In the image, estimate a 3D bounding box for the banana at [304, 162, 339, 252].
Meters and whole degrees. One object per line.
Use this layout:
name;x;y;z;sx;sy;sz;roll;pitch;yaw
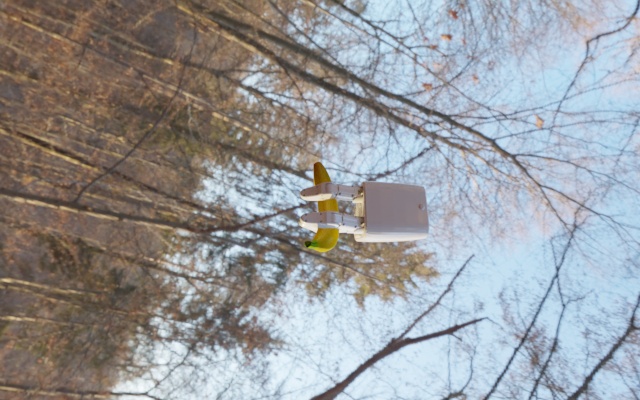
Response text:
banana;0.007;0.017;0.809;0.037;0.197;0.070;-16;-48;18
